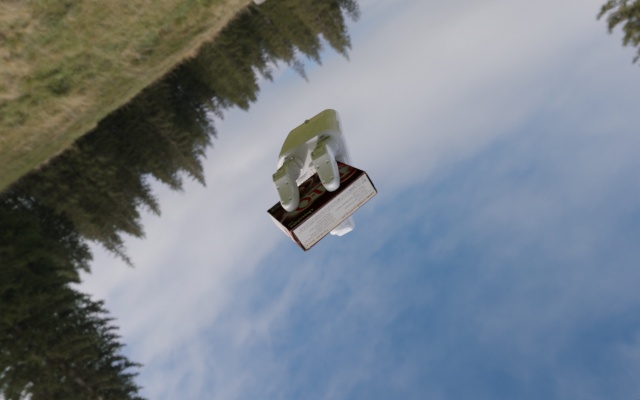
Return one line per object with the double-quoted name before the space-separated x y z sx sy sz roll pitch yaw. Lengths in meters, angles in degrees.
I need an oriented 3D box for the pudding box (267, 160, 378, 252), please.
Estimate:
"pudding box" 0.000 0.002 0.573 0.113 0.039 0.090 -41 24 -9
